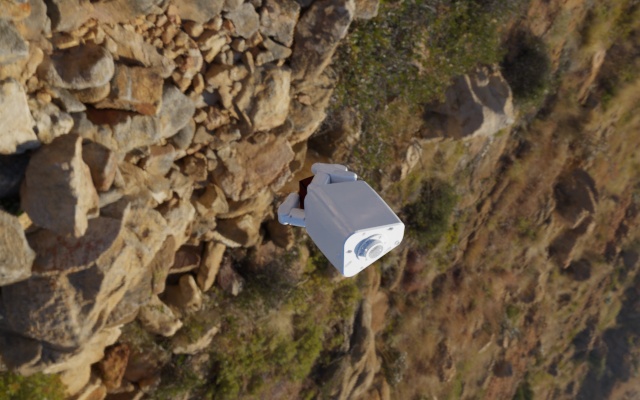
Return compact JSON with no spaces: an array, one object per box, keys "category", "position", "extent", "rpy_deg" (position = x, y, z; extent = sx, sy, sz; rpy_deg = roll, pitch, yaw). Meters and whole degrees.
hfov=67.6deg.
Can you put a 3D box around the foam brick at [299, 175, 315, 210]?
[{"category":"foam brick","position":[0.000,0.003,0.772],"extent":[0.053,0.078,0.051],"rpy_deg":[-22,47,-20]}]
